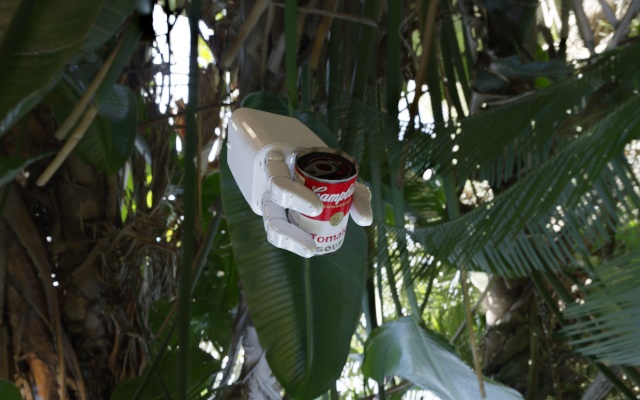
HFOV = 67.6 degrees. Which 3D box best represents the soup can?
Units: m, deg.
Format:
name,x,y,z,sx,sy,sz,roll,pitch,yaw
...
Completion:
name,x,y,z,sx,sy,sz,roll,pitch,yaw
soup can,0.000,0.002,0.526,0.068,0.102,0.068,6,35,-4
